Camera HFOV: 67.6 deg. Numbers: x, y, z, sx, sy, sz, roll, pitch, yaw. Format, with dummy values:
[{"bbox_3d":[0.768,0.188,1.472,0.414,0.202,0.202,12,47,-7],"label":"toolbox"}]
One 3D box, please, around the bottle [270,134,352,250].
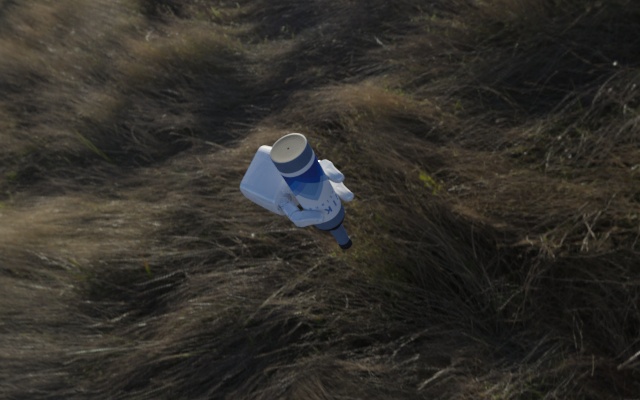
[{"bbox_3d":[0.000,0.003,0.877,0.069,0.069,0.296,0,-36,26],"label":"bottle"}]
